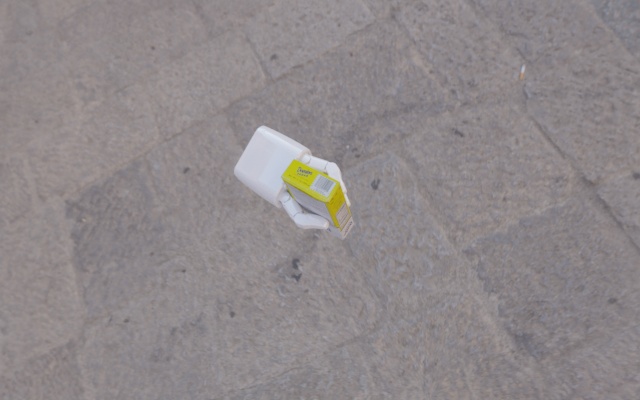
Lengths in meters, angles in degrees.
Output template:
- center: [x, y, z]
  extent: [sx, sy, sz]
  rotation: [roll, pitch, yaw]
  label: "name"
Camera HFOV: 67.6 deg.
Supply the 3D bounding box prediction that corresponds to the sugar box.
- center: [0.000, 0.002, 0.823]
  extent: [0.093, 0.048, 0.176]
  rotation: [29, -13, 21]
  label: "sugar box"
